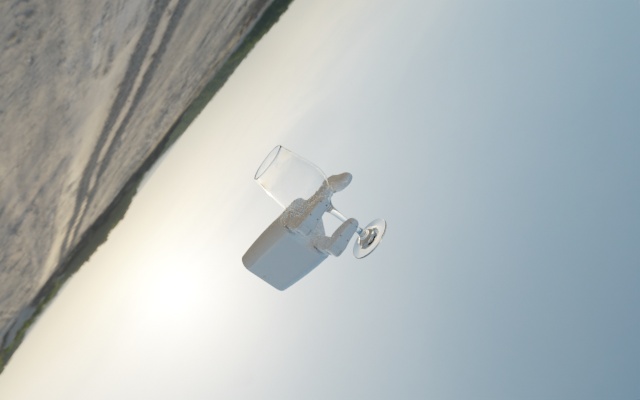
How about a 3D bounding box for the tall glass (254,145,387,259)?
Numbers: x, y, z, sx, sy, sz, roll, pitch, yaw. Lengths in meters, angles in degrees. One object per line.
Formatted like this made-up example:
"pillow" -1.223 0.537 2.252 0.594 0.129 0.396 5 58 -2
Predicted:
"tall glass" 0.001 0.003 0.707 0.201 0.079 0.079 37 -13 -18
